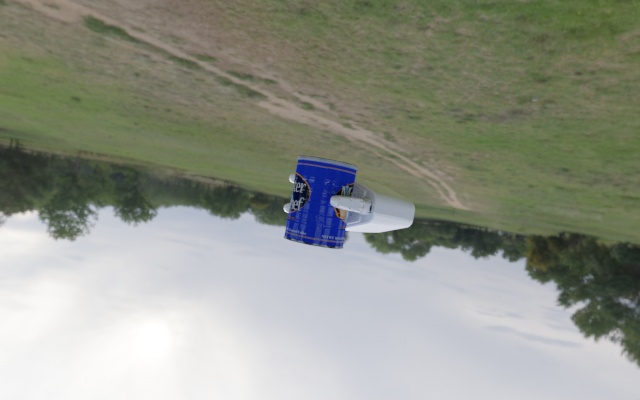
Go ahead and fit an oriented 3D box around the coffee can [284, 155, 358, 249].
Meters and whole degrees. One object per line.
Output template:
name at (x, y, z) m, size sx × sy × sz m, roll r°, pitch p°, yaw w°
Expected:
coffee can at (0.000, 0.002, 0.804) m, size 0.103 × 0.140 × 0.103 m, roll 10°, pitch 0°, yaw 0°
